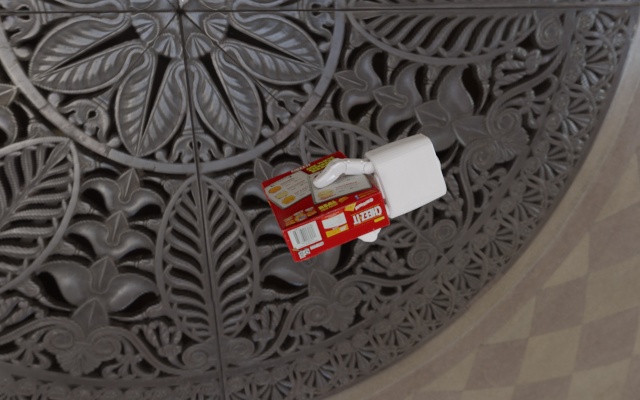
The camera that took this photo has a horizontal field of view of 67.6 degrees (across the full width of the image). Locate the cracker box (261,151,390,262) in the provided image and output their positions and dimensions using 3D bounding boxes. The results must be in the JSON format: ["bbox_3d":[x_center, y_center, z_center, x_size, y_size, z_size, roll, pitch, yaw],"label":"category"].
[{"bbox_3d":[0.000,0.003,0.817,0.164,0.072,0.213,-22,26,-6],"label":"cracker box"}]
